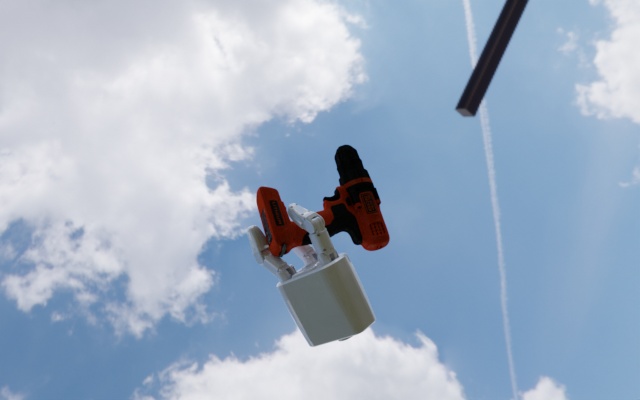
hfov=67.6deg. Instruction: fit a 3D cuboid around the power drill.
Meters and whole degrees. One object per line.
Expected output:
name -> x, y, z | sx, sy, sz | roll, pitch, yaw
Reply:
power drill -> 0.000, 0.003, 0.738 | 0.187, 0.184, 0.057 | -11, -25, -17
